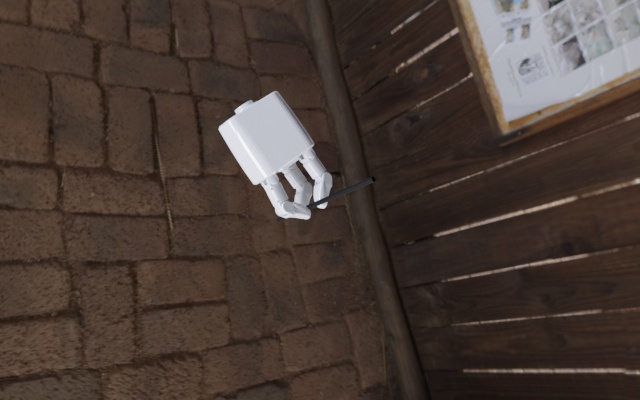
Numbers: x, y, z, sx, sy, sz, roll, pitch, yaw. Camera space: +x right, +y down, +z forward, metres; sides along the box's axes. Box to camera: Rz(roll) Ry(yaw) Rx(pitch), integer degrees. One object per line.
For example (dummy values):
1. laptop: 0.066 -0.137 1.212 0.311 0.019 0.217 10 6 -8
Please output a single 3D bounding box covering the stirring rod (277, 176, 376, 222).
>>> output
1. stirring rod: 0.000 0.002 0.750 0.011 0.011 0.239 0 -15 -39
